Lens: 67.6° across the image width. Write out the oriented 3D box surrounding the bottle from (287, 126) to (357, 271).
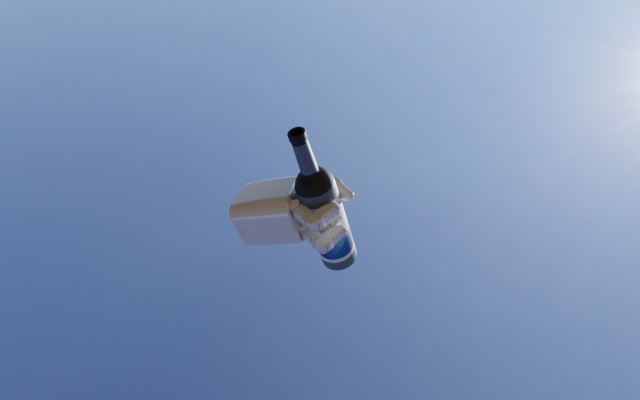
[{"bbox_3d":[0.000,0.003,0.789,0.069,0.069,0.296,0,-43,19],"label":"bottle"}]
